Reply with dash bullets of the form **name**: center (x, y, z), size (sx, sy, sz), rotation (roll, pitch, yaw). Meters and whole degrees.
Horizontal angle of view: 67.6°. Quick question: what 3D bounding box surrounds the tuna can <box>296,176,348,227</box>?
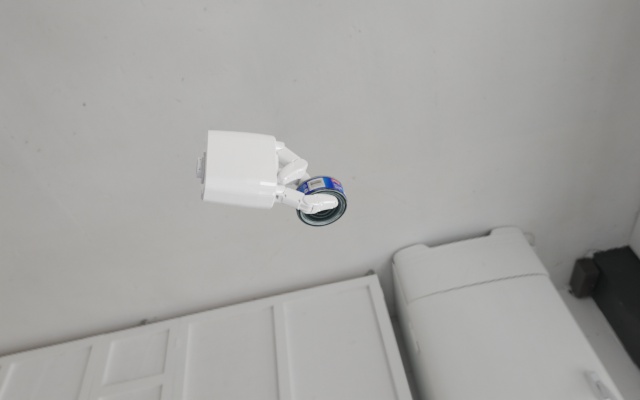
- **tuna can**: center (0.000, 0.003, 0.777), size (0.086, 0.086, 0.033), rotation (0, 42, -17)
